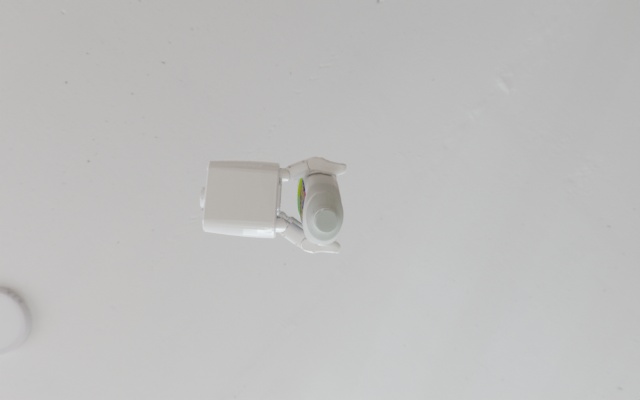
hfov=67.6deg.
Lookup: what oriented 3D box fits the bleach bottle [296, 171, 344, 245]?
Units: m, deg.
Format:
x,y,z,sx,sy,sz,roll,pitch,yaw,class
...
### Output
x,y,z,sx,sy,sz,roll,pitch,yaw,class
0.000,0.002,0.711,0.068,0.102,0.251,4,7,-4,bleach bottle
